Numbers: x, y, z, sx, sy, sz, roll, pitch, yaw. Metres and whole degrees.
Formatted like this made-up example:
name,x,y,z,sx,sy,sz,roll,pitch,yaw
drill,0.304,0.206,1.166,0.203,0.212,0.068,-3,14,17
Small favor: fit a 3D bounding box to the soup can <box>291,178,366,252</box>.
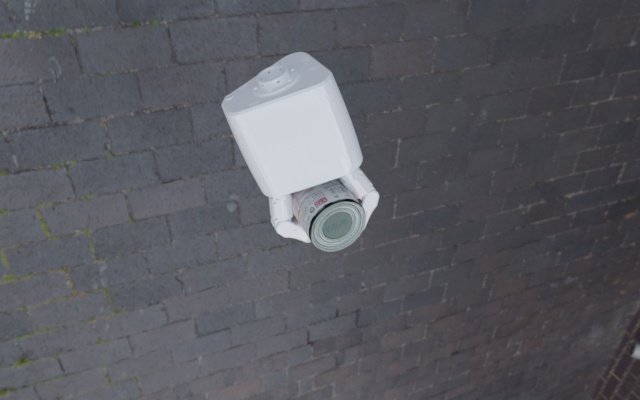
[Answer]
name,x,y,z,sx,sy,sz,roll,pitch,yaw
soup can,0.000,0.002,0.542,0.068,0.068,0.102,0,31,-27
